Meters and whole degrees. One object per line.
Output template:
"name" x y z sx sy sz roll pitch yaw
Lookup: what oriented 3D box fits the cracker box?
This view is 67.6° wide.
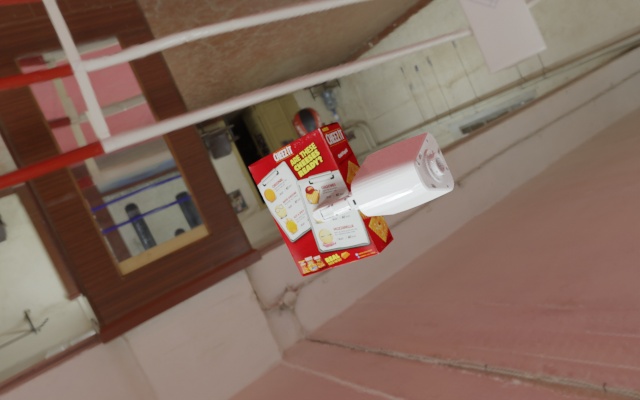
"cracker box" 0.000 0.003 0.790 0.164 0.214 0.072 -23 4 35
